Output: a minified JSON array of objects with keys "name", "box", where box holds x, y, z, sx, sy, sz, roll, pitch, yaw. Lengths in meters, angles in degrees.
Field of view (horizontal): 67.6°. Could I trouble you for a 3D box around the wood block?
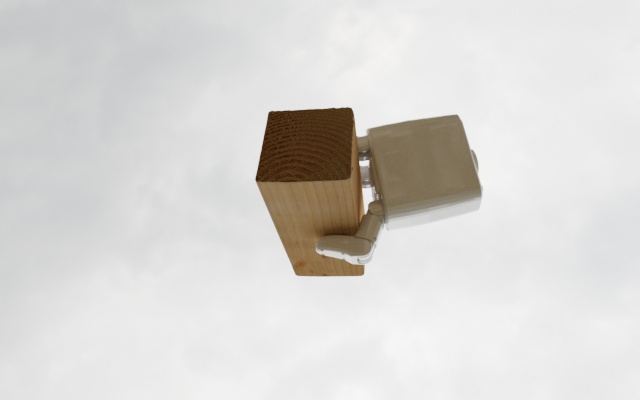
[{"name":"wood block","box":[0.000,0.002,0.536,0.090,0.090,0.206,-1,-34,9]}]
